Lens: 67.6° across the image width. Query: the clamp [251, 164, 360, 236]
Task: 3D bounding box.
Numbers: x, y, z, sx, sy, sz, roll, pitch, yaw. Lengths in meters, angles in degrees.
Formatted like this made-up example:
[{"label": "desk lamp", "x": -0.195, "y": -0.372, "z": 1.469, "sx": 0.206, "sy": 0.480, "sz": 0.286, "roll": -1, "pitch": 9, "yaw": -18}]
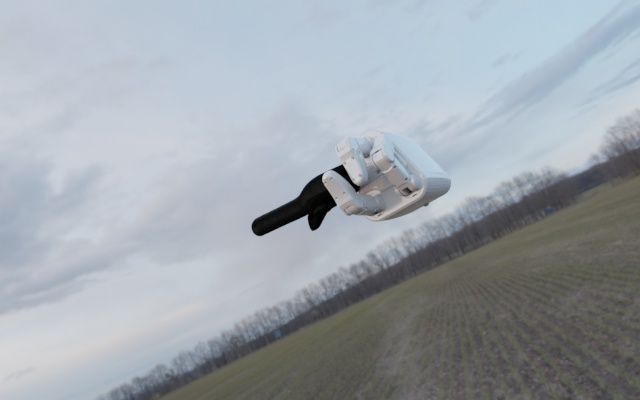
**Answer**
[{"label": "clamp", "x": 0.000, "y": 0.001, "z": 0.642, "sx": 0.171, "sy": 0.039, "sz": 0.120, "roll": -32, "pitch": -15, "yaw": 31}]
